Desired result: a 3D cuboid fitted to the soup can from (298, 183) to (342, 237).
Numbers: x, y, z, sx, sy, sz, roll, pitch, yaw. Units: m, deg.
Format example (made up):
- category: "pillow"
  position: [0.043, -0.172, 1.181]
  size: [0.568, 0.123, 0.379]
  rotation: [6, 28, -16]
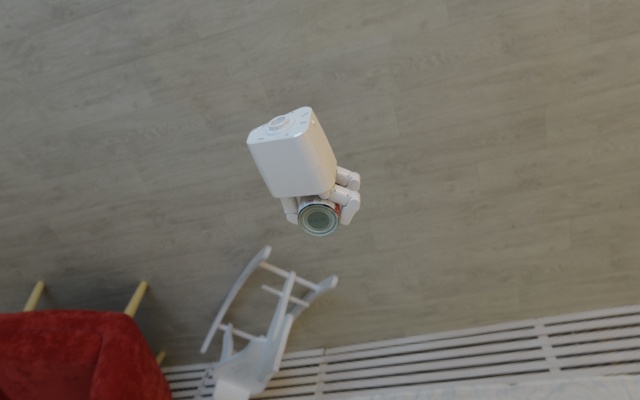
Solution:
- category: "soup can"
  position: [0.000, 0.003, 0.786]
  size: [0.068, 0.069, 0.102]
  rotation: [0, 37, 5]
